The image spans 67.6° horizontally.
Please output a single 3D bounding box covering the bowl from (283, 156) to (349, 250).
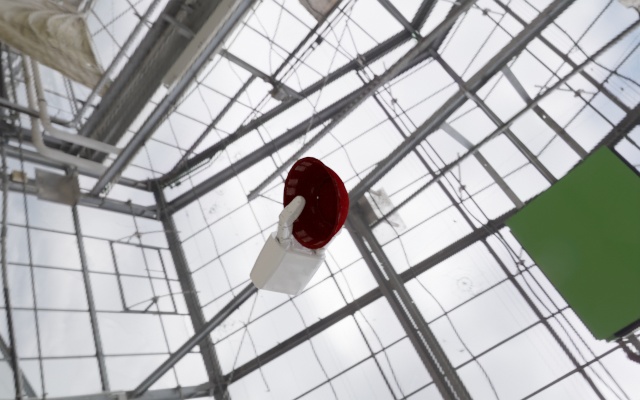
[{"bbox_3d":[0.001,0.002,0.839,0.055,0.162,0.162,-5,3,-38],"label":"bowl"}]
